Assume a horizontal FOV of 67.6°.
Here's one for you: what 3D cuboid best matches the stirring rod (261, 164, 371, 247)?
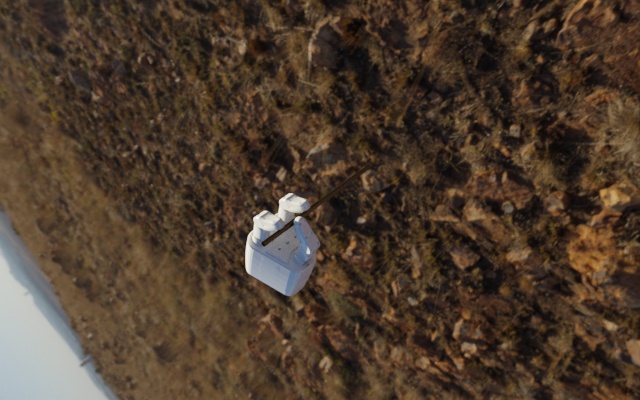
[{"bbox_3d":[0.000,0.002,0.751,0.239,0.011,0.011,-36,21,-31],"label":"stirring rod"}]
